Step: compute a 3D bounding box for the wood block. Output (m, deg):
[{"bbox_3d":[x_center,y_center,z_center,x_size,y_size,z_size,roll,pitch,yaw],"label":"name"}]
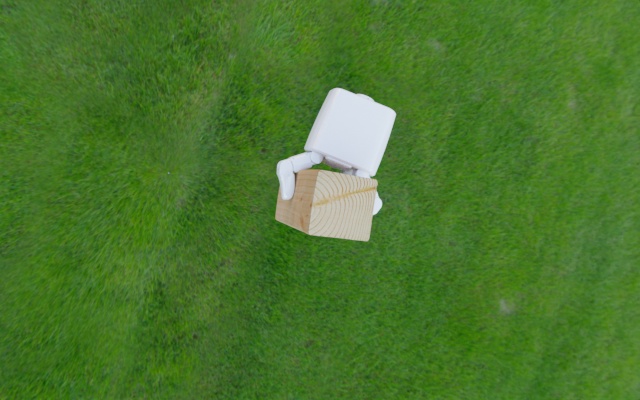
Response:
[{"bbox_3d":[0.000,0.002,0.745,0.091,0.090,0.206,9,0,-18],"label":"wood block"}]
